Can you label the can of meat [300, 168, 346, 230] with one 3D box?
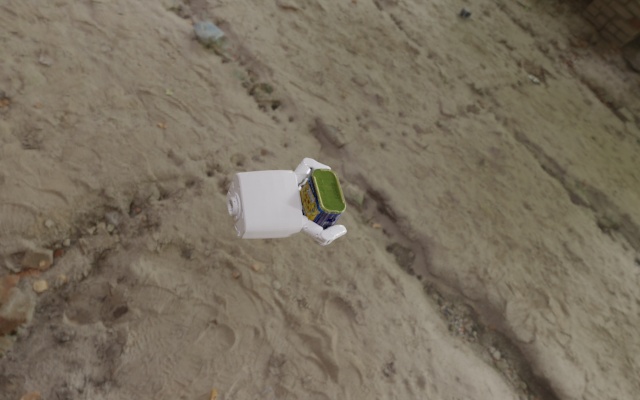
[{"bbox_3d":[0.000,0.003,0.882,0.057,0.102,0.084,0,-33,-26],"label":"can of meat"}]
